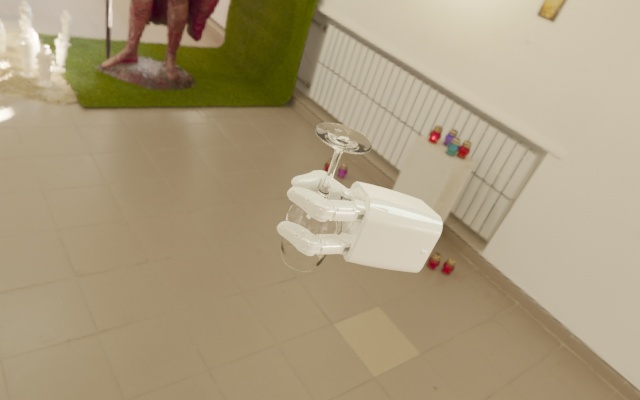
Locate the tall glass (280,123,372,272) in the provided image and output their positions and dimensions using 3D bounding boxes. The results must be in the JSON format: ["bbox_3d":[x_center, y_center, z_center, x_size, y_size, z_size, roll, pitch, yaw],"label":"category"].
[{"bbox_3d":[0.000,0.001,0.640,0.079,0.201,0.079,15,32,-9],"label":"tall glass"}]
